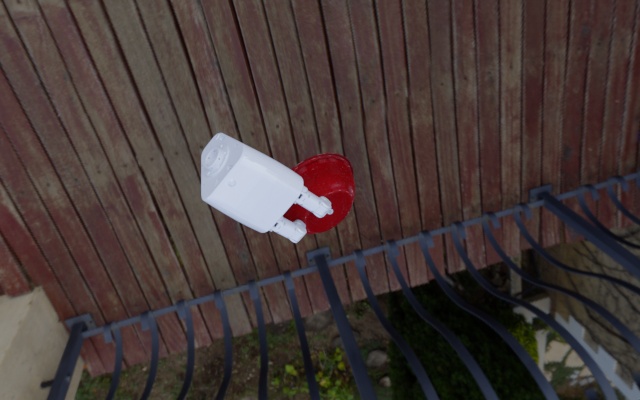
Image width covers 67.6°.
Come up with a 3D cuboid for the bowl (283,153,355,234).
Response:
[{"bbox_3d":[0.001,0.003,0.788,0.162,0.162,0.055,0,39,-41],"label":"bowl"}]
